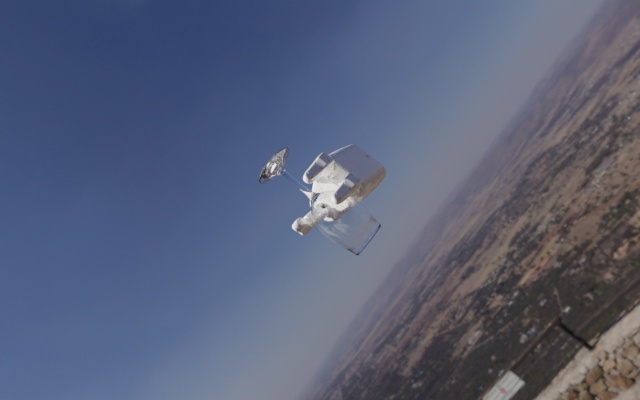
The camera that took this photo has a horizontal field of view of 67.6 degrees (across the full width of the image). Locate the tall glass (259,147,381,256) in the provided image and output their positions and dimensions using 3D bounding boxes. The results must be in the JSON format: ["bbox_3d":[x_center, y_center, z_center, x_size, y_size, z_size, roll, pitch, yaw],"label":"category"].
[{"bbox_3d":[-0.001,0.002,0.770,0.201,0.079,0.079,38,9,11],"label":"tall glass"}]
